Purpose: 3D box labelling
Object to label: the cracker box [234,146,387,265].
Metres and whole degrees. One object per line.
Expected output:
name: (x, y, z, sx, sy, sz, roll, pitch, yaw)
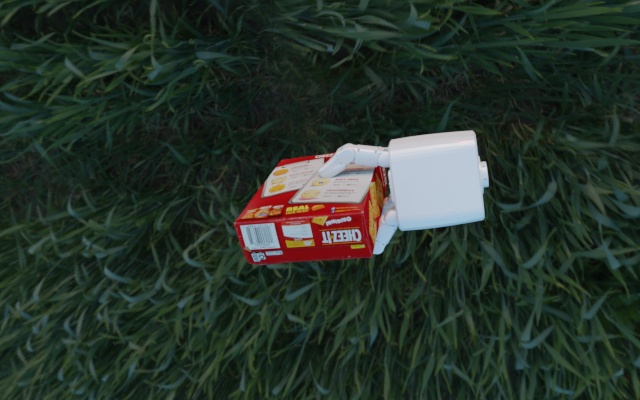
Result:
cracker box: (0.000, 0.002, 0.658, 0.164, 0.072, 0.213, -6, 24, 16)
